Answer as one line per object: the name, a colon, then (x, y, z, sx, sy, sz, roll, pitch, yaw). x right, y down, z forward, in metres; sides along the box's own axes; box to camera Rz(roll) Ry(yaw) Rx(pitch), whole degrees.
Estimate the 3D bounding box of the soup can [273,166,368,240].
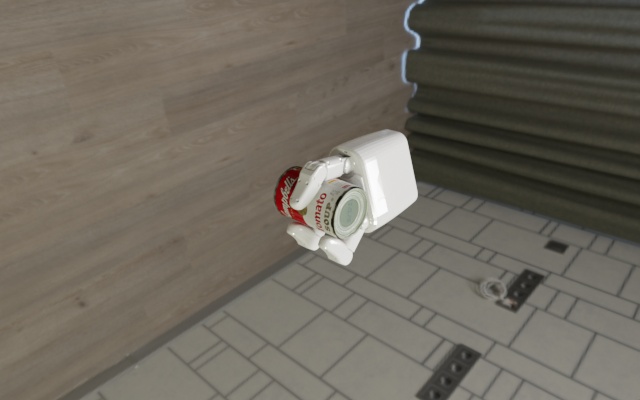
soup can: (0.000, 0.002, 0.594, 0.102, 0.068, 0.068, 21, 13, 38)
